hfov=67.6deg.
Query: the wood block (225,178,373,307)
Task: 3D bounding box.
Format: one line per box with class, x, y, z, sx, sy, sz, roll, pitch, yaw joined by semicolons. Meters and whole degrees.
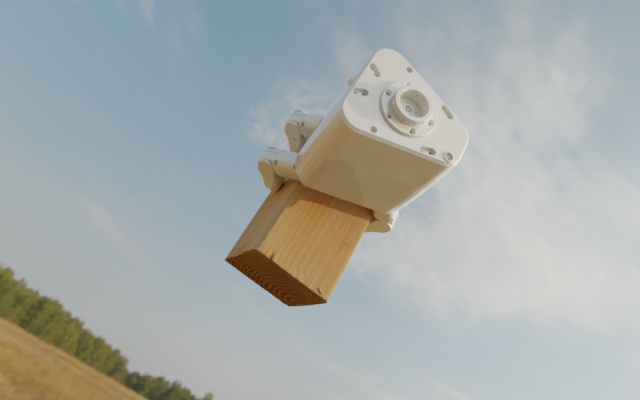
wood block;0.001;0.002;0.517;0.091;0.206;0.090;40;-29;-15
